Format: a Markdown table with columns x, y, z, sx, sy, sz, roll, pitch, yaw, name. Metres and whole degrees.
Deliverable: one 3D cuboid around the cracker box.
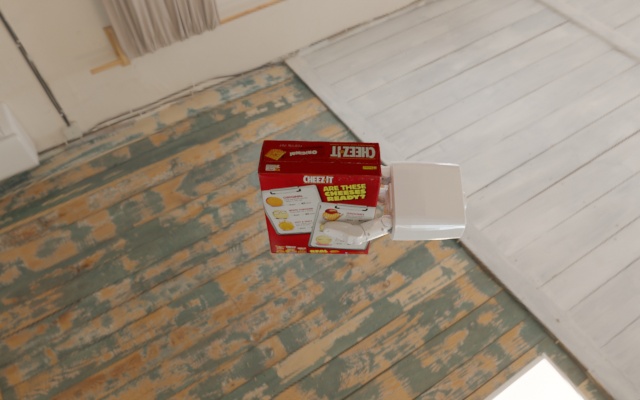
| x | y | z | sx | sy | sz | roll | pitch | yaw | name |
| --- | --- | --- | --- | --- | --- | --- | --- | --- | --- |
| 0.000 | 0.003 | 0.722 | 0.164 | 0.072 | 0.214 | 1 | -36 | 1 | cracker box |
